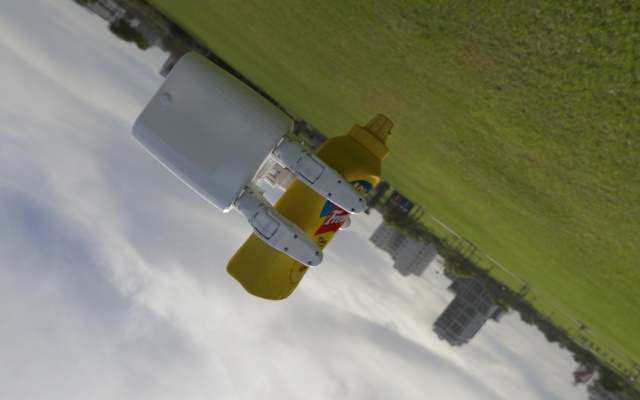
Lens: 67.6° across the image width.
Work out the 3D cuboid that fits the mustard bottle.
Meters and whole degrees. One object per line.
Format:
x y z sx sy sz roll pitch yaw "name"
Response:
0.000 0.002 0.436 0.058 0.191 0.096 40 5 21 "mustard bottle"
